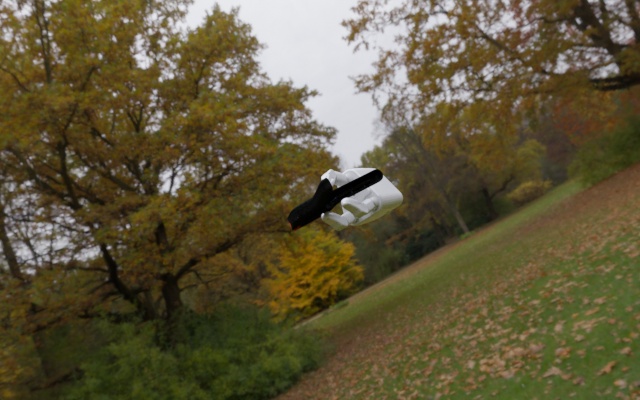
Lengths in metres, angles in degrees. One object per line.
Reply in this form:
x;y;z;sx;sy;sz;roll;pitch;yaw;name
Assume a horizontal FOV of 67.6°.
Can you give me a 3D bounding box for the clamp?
0.000;0.002;0.897;0.210;0.036;0.164;-34;-15;33;clamp
